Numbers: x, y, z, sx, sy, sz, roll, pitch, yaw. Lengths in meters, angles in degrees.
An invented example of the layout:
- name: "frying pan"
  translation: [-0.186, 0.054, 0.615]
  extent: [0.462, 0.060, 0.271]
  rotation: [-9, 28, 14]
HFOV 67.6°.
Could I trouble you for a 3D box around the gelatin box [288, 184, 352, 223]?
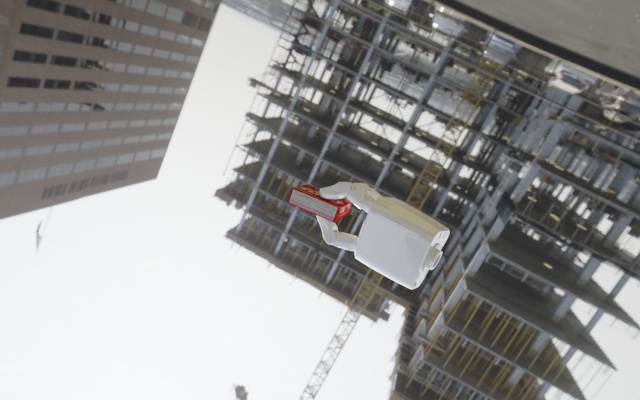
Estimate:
- name: "gelatin box"
  translation: [0.000, 0.003, 0.802]
  extent: [0.089, 0.030, 0.073]
  rotation: [22, 13, 14]
